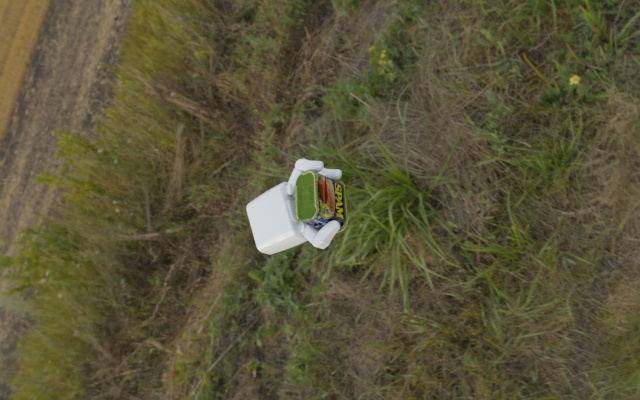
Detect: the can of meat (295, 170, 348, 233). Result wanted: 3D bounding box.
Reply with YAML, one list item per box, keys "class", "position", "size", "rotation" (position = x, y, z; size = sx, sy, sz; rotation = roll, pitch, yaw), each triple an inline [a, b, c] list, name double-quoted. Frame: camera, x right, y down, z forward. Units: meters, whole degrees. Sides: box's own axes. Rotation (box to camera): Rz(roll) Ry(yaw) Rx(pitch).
- class: "can of meat"
  position: [0.000, 0.003, 0.871]
  size: [0.057, 0.102, 0.084]
  rotation: [-21, -29, 37]
